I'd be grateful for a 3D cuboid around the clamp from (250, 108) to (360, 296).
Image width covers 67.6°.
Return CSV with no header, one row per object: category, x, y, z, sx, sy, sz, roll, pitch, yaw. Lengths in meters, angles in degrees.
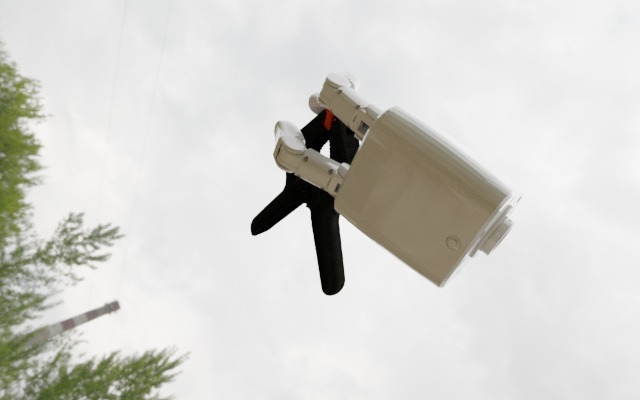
clamp,0.000,0.001,0.435,0.120,0.171,0.039,39,35,20
